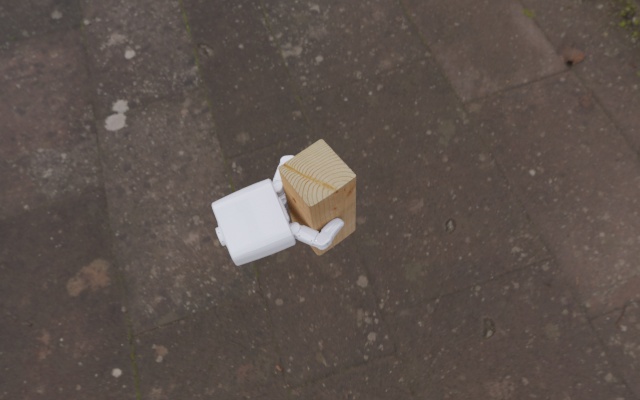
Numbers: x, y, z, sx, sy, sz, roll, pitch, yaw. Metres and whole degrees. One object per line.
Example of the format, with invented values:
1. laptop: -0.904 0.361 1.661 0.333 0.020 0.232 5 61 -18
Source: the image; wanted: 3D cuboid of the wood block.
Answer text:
1. wood block: 0.000 0.003 0.822 0.090 0.090 0.206 -34 -24 -13
